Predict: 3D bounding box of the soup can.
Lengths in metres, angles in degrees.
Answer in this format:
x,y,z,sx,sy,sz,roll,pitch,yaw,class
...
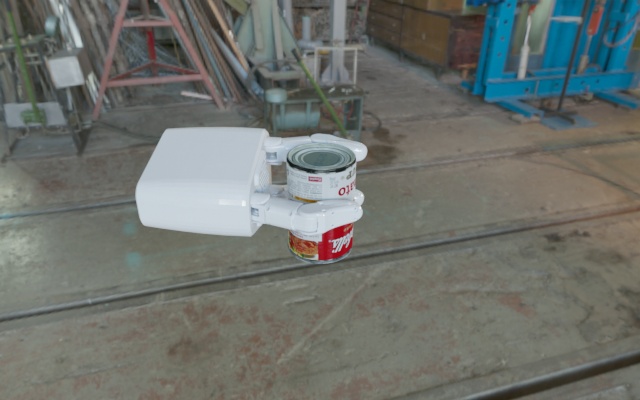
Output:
x,y,z,sx,sy,sz,roll,pitch,yaw,class
0.001,0.001,0.473,0.068,0.102,0.068,1,29,0,soup can
